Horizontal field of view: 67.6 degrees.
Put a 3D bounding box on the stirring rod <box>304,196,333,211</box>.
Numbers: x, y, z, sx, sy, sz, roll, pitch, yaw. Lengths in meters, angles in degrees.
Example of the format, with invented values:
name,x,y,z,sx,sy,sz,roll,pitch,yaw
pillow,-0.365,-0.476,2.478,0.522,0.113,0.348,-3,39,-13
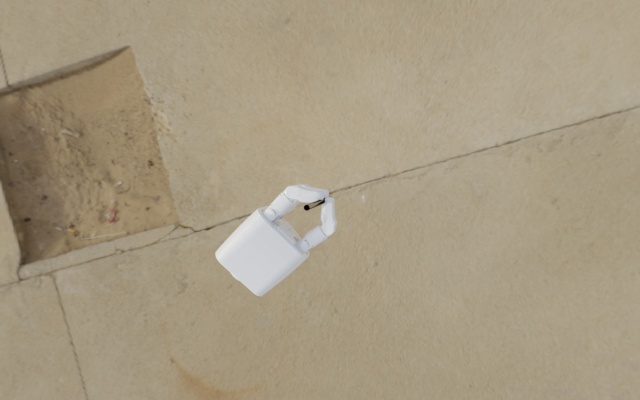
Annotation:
name,x,y,z,sx,sy,sz,roll,pitch,yaw
stirring rod,0.000,0.002,0.737,0.011,0.011,0.239,0,3,9
